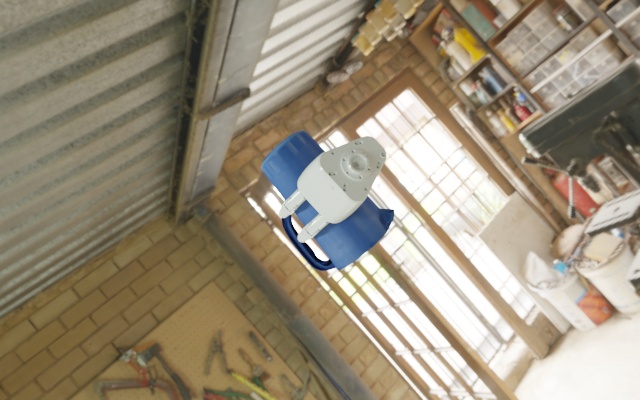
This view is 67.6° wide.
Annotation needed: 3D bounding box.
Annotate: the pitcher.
[{"bbox_3d":[0.000,0.003,0.866,0.149,0.243,0.145,-40,-1,-24],"label":"pitcher"}]
